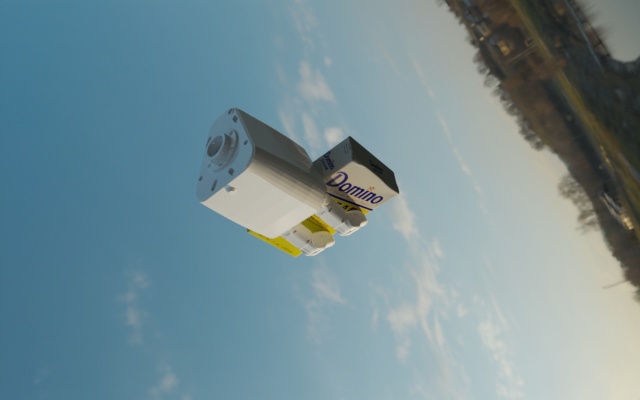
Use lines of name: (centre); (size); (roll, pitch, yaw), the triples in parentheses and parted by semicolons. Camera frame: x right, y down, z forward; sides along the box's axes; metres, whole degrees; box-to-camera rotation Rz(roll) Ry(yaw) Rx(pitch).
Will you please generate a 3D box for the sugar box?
sugar box: (0.000, 0.002, 0.599); (0.176, 0.048, 0.093); (-32, -45, 29)
